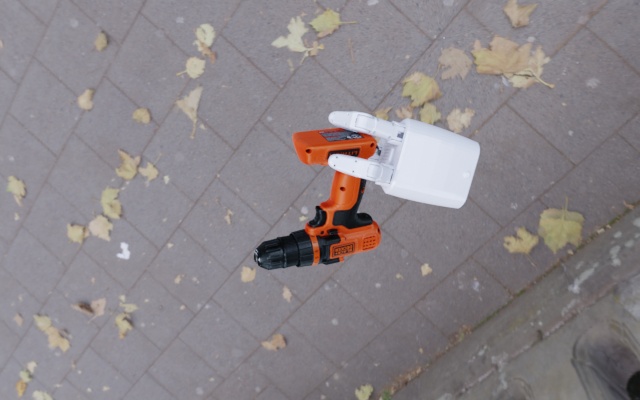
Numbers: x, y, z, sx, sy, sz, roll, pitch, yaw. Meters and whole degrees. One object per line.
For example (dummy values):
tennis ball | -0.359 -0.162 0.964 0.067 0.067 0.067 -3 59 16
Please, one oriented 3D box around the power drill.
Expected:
power drill | 0.000 0.002 0.630 0.184 0.188 0.057 -11 33 -22
